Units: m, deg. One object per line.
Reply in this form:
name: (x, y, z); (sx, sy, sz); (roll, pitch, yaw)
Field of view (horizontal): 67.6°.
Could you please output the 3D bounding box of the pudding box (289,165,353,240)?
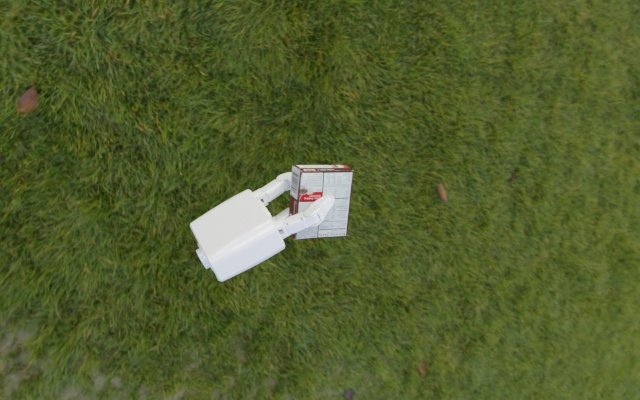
pudding box: (0.000, 0.002, 0.739); (0.090, 0.113, 0.039); (-2, 20, -23)
